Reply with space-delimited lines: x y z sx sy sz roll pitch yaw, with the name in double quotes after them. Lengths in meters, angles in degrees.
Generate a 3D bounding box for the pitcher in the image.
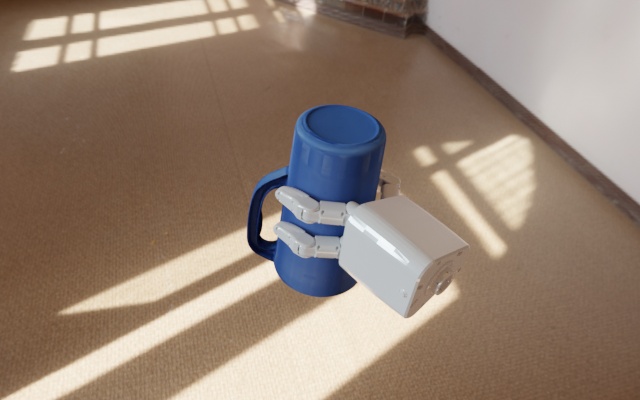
0.000 0.002 0.628 0.149 0.243 0.145 -26 51 -34 "pitcher"
